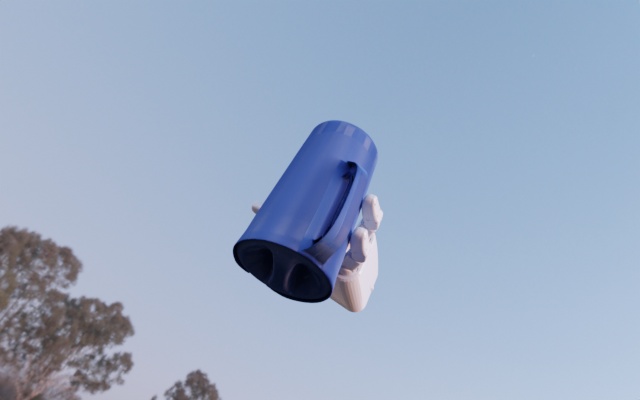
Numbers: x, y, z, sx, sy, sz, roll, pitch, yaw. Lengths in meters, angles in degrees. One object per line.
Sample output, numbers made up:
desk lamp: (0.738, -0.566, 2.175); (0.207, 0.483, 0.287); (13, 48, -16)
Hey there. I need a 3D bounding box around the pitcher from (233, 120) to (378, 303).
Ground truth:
pitcher: (0.000, 0.002, 0.641); (0.149, 0.242, 0.145); (11, -37, 20)
